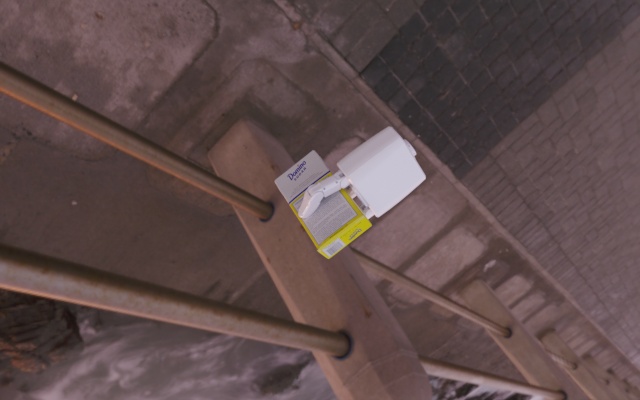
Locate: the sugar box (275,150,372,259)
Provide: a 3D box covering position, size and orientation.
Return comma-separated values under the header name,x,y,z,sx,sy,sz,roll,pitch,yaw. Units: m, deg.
name,x,y,z,sx,sy,sz,roll,pitch,yaw
sugar box,0.001,0.003,0.805,0.093,0.176,0.048,-37,-40,4
